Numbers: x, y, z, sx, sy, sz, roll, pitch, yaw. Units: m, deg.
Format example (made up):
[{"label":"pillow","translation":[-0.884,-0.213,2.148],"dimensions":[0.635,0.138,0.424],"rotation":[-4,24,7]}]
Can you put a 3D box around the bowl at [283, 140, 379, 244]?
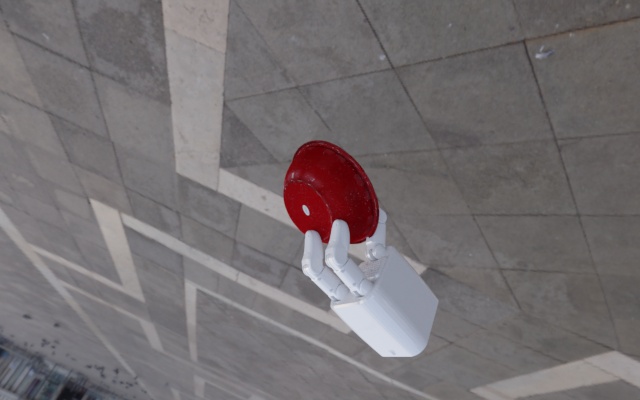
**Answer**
[{"label":"bowl","translation":[-0.001,0.001,0.652],"dimensions":[0.055,0.162,0.162],"rotation":[-33,21,-36]}]
